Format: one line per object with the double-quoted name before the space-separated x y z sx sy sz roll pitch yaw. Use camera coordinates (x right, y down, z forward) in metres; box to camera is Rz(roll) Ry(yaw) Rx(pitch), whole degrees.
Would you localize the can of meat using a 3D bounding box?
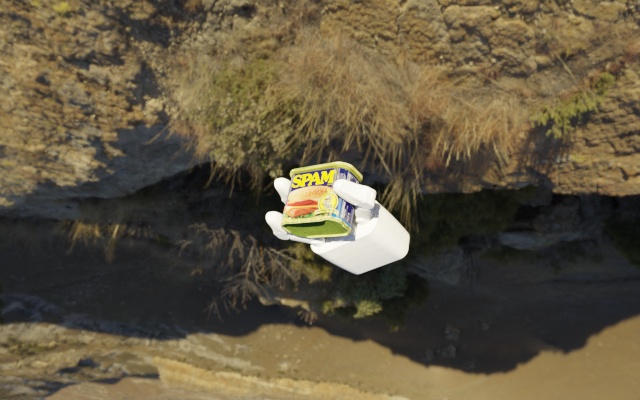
"can of meat" 0.000 0.002 0.647 0.102 0.084 0.057 -6 -30 33
